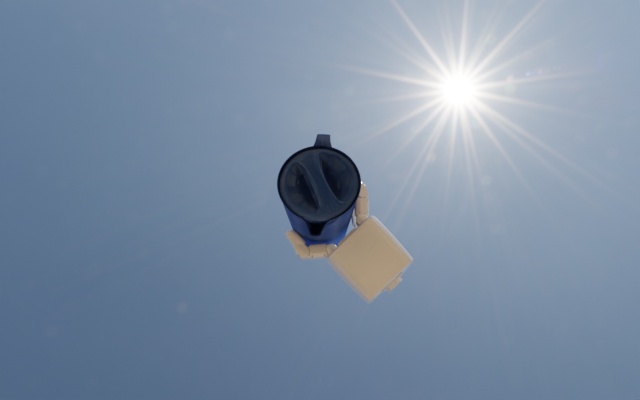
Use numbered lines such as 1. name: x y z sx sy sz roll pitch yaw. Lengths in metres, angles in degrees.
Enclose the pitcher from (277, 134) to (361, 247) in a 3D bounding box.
1. pitcher: 0.000 0.003 0.865 0.149 0.145 0.243 -40 -16 -14
